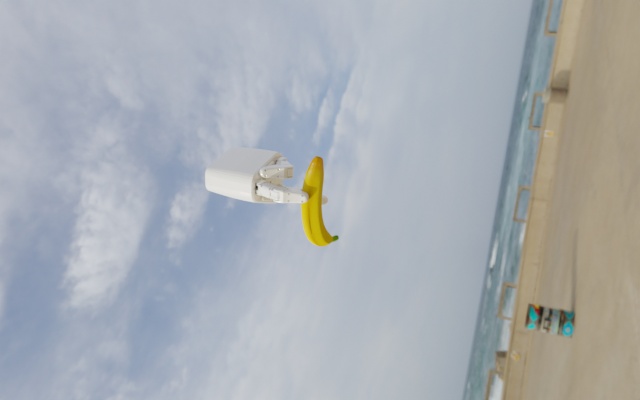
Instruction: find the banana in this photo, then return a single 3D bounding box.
[{"bbox_3d":[-0.007,0.017,0.842,0.037,0.198,0.069,12,45,25],"label":"banana"}]
